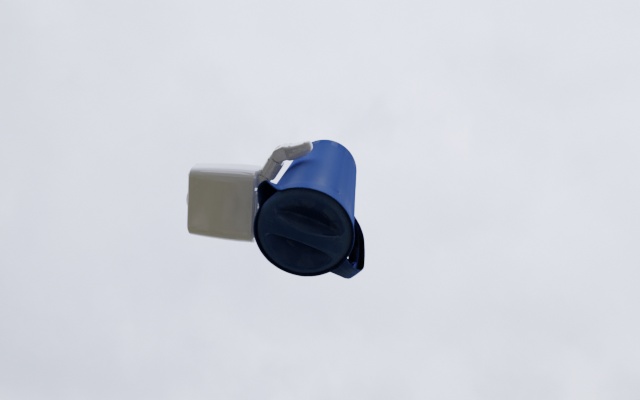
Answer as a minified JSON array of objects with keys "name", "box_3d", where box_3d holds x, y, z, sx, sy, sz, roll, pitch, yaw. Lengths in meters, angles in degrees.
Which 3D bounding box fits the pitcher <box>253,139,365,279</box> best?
[{"name":"pitcher","box_3d":[0.000,0.002,0.720,0.145,0.149,0.242,3,26,8]}]
